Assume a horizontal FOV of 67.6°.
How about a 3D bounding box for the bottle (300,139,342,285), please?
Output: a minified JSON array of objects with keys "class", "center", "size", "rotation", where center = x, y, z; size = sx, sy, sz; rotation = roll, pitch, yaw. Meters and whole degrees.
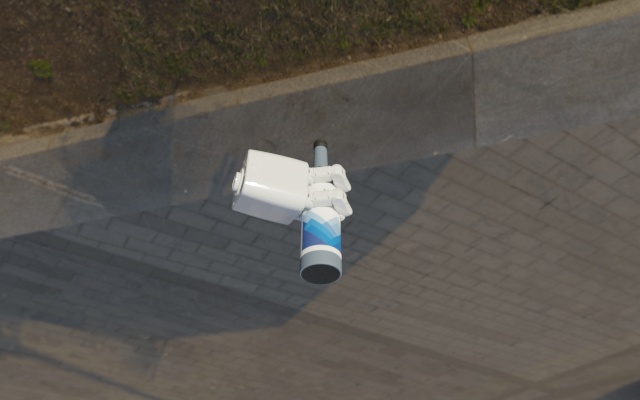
[{"class":"bottle","center":[0.000,0.003,0.841],"size":[0.069,0.295,0.069],"rotation":[0,-40,0]}]
